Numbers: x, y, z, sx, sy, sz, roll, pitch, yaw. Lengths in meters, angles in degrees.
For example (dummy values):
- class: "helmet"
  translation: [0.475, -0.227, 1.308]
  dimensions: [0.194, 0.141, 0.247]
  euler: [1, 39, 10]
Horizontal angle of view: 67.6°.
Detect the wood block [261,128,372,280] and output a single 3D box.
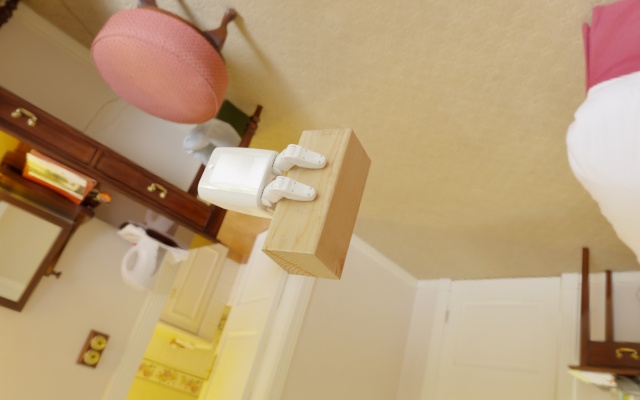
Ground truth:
- class: "wood block"
  translation: [0.000, 0.003, 0.714]
  dimensions: [0.090, 0.206, 0.091]
  euler: [2, -30, 29]
